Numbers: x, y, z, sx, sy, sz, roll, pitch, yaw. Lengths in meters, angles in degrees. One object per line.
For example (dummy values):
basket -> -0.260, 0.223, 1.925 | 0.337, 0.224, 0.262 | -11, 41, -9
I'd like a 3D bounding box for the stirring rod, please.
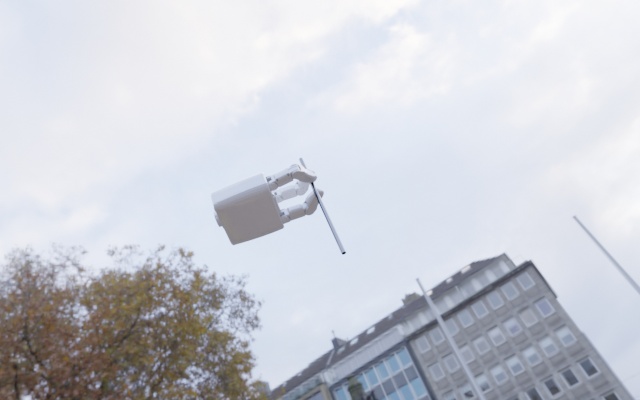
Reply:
stirring rod -> 0.000, 0.003, 0.871 | 0.011, 0.239, 0.011 | -14, -40, -12
